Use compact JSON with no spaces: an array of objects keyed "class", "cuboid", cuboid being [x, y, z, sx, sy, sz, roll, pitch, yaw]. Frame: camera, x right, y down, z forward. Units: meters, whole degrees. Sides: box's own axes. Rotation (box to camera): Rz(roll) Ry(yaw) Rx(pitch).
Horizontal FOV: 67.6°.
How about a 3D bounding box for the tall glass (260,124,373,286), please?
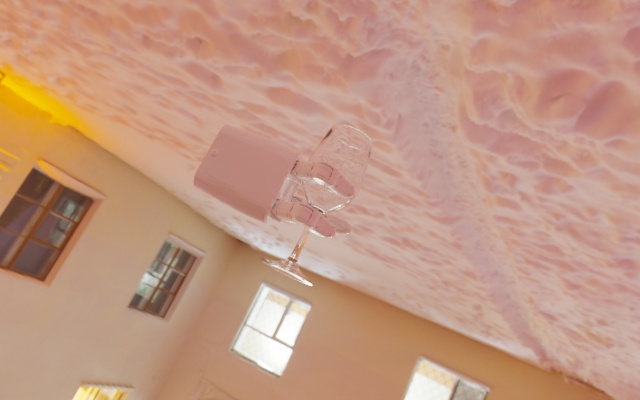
[{"class":"tall glass","cuboid":[0.000,0.003,0.613,0.079,0.201,0.079,25,-14,7]}]
